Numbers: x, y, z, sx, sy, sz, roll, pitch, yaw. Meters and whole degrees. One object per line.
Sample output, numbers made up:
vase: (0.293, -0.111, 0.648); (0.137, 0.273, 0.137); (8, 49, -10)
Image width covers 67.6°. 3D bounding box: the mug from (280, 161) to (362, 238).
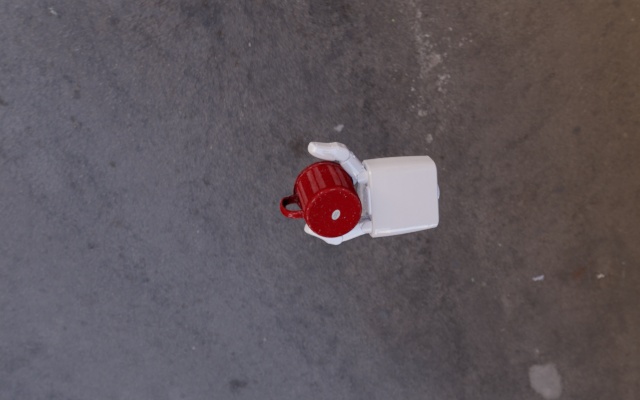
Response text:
mug: (-0.001, 0.002, 0.682); (0.117, 0.093, 0.081); (-7, 28, -8)
